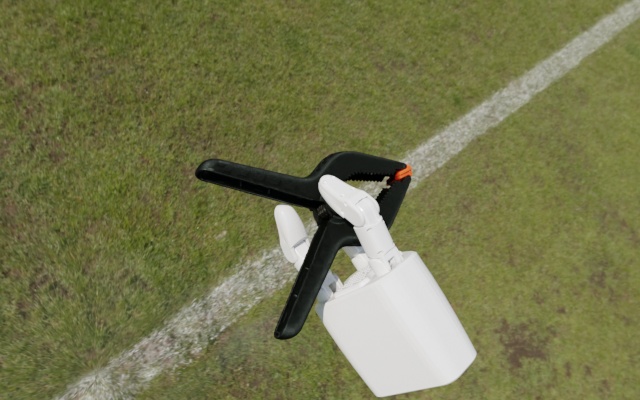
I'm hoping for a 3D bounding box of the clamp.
[{"bbox_3d":[0.001,0.001,0.443,0.210,0.164,0.036,-33,1,-31],"label":"clamp"}]
